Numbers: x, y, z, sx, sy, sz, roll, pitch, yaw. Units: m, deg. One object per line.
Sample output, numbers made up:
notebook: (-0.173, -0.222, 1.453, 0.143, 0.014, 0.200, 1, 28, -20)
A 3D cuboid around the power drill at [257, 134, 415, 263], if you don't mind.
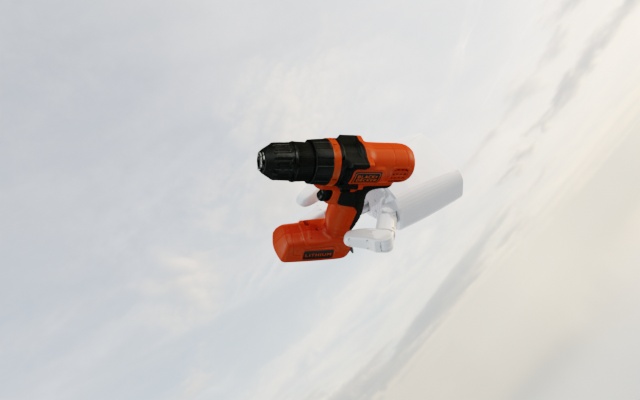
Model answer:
power drill: (0.000, 0.002, 0.567, 0.184, 0.057, 0.188, 0, -38, -23)
